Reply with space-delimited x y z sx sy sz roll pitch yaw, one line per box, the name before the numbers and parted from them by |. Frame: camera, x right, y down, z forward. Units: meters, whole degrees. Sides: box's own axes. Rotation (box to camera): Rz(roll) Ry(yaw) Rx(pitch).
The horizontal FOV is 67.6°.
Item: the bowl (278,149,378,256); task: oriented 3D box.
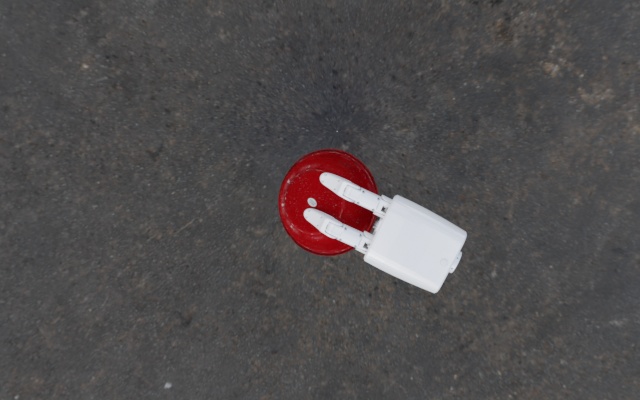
bowl | -0.001 0.002 0.694 0.162 0.162 0.055 0 -1 22
